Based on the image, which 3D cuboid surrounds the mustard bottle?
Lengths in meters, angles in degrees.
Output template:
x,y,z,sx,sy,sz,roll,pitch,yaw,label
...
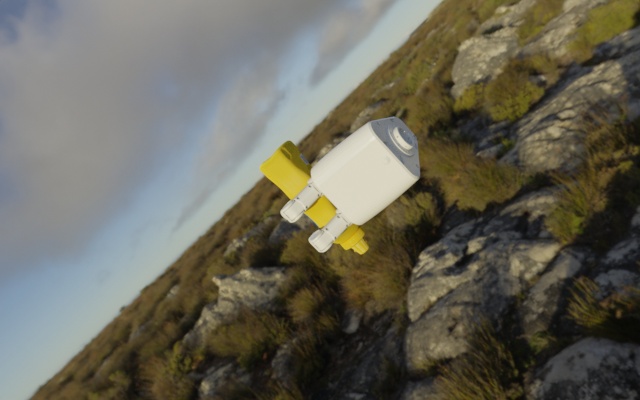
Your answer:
x,y,z,sx,sy,sz,roll,pitch,yaw,label
0.000,0.002,0.677,0.058,0.191,0.096,-43,7,8,mustard bottle
